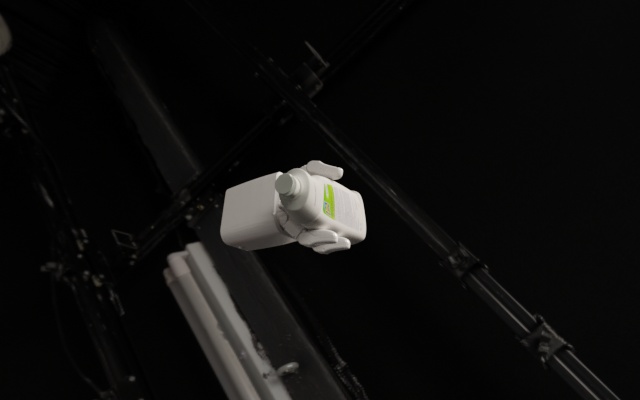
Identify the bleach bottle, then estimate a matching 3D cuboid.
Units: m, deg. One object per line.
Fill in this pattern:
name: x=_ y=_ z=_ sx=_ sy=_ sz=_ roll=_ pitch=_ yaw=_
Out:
bleach bottle: x=0.000 y=0.003 z=0.750 sx=0.068 sy=0.102 sz=0.251 roll=-15 pitch=-21 yaw=20
